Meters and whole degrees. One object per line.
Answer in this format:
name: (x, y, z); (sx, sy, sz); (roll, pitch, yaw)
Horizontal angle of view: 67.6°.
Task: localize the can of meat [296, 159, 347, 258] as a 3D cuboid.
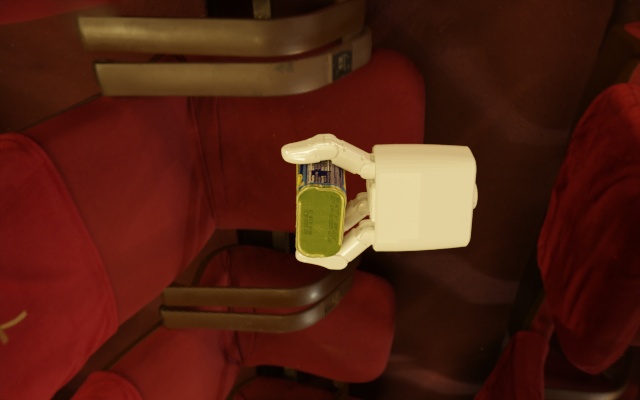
can of meat: (0.000, 0.002, 0.536); (0.057, 0.102, 0.084); (1, 36, -1)
